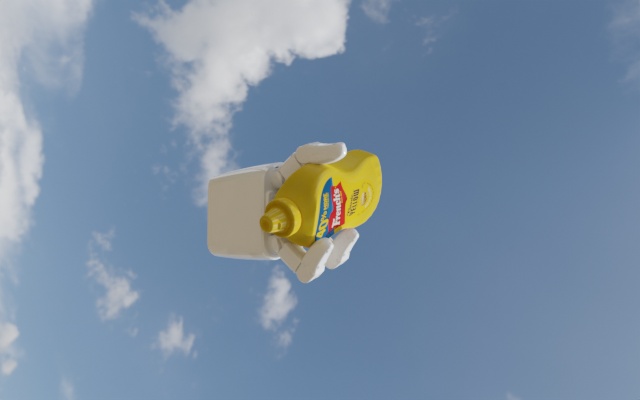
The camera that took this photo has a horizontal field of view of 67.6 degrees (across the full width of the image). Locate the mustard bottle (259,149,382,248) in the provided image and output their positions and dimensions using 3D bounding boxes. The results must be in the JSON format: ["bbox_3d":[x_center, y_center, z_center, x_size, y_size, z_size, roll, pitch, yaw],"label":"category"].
[{"bbox_3d":[0.001,0.002,0.549,0.058,0.096,0.191,23,26,30],"label":"mustard bottle"}]
